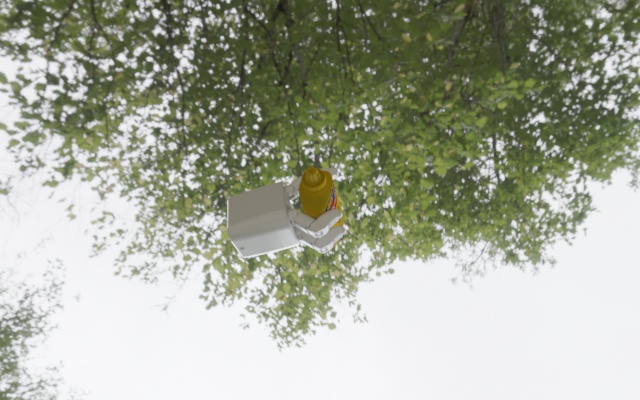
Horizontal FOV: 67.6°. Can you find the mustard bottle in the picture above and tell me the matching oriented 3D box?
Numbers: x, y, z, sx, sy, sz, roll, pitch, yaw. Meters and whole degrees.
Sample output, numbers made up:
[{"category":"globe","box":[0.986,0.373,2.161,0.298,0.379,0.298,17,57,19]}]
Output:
[{"category":"mustard bottle","box":[0.001,0.003,0.840,0.058,0.096,0.192,5,-31,15]}]
